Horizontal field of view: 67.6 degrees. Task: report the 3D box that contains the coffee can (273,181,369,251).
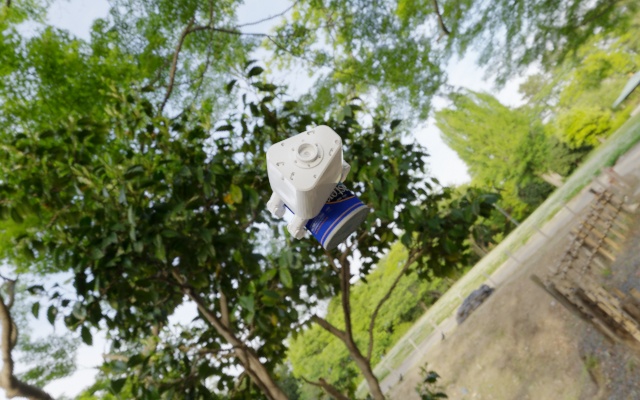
[{"bbox_3d":[0.000,0.003,0.838,0.140,0.103,0.103,45,16,17],"label":"coffee can"}]
